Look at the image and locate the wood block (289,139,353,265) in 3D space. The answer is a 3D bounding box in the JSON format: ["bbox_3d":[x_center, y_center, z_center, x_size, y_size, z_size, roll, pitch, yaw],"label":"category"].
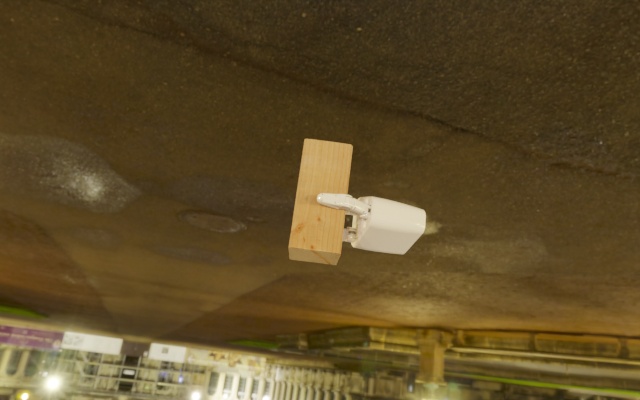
[{"bbox_3d":[0.001,0.003,0.872,0.090,0.206,0.091,7,-20,-1],"label":"wood block"}]
